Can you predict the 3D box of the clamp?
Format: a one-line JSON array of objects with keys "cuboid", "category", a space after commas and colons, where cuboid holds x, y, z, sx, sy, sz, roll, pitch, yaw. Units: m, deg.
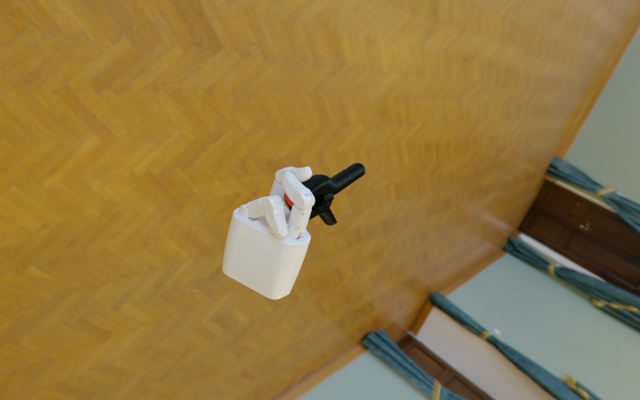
[{"cuboid": [0.001, 0.003, 0.749, 0.039, 0.120, 0.171, 34, 29, 30], "category": "clamp"}]
